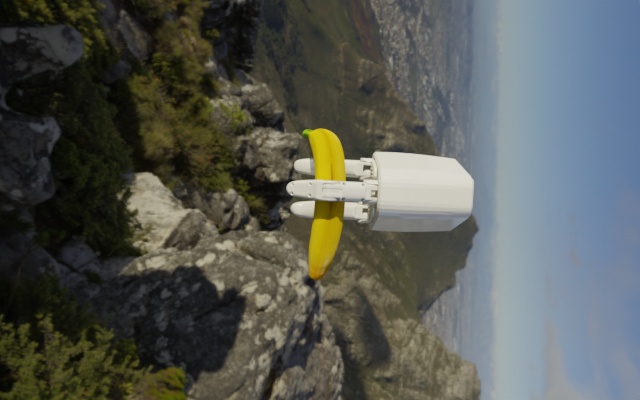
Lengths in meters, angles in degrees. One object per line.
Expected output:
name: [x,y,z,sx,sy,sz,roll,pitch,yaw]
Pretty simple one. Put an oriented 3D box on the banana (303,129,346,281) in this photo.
banana: [0.006,-0.007,0.568,0.037,0.197,0.070,5,-21,-18]
